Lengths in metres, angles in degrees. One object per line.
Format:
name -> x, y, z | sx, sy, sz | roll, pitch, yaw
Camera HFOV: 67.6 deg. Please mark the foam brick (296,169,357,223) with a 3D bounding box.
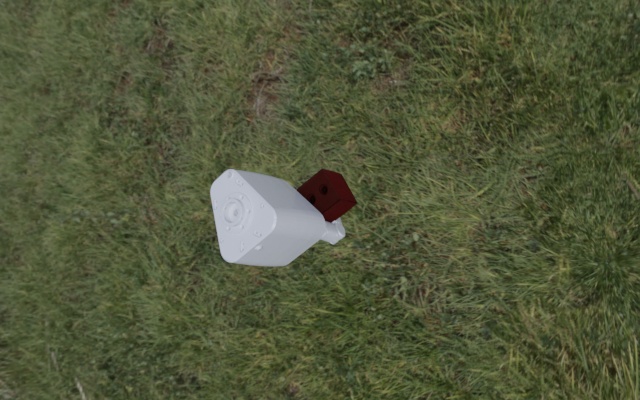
foam brick -> 0.000, 0.002, 0.656 | 0.078, 0.053, 0.051 | -39, -25, 21
